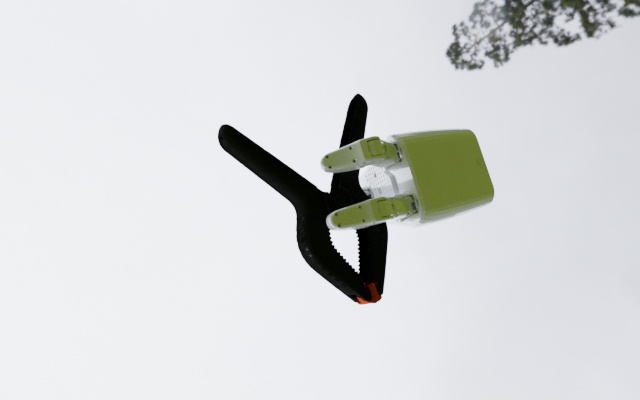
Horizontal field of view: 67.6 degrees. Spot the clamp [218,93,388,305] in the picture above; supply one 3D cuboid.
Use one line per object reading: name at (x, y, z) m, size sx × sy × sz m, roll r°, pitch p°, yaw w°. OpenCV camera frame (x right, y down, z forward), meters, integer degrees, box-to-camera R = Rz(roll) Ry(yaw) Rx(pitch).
clamp at (0.000, 0.002, 0.458) m, size 0.164 × 0.210 × 0.036 m, roll -12°, pitch -9°, yaw -26°
